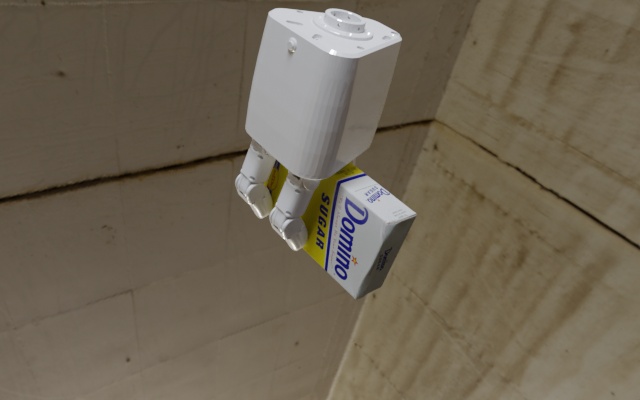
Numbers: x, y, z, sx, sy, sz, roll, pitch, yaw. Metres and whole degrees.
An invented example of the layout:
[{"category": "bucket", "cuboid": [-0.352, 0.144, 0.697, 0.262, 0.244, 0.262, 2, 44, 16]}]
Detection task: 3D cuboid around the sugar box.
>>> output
[{"category": "sugar box", "cuboid": [0.000, 0.001, 0.460, 0.048, 0.093, 0.176, -16, 46, -40]}]
